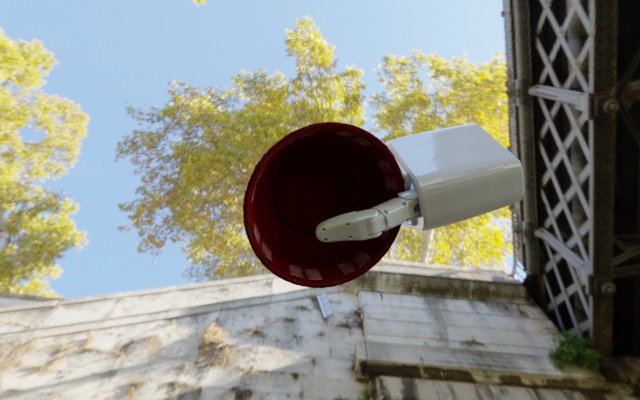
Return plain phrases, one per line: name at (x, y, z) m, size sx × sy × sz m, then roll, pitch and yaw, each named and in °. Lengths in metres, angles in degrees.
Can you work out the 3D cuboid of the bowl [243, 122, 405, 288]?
bowl at (-0.001, 0.001, 0.471) m, size 0.162 × 0.162 × 0.055 m, roll 0°, pitch 14°, yaw -19°
